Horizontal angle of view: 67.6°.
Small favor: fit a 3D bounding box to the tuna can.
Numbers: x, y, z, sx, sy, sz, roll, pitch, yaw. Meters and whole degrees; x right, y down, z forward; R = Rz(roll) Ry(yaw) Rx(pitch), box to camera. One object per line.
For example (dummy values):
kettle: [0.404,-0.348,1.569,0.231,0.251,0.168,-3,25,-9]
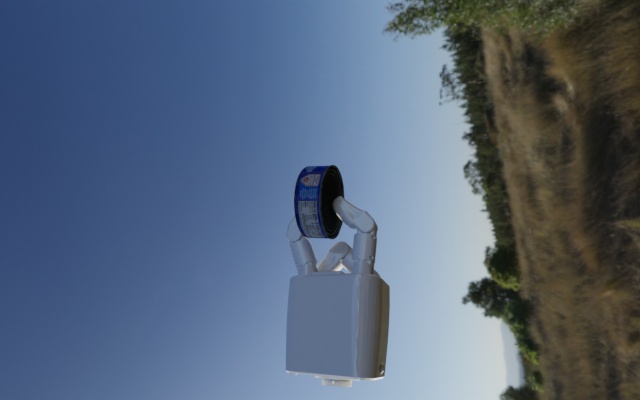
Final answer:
tuna can: [0.000,0.002,0.555,0.034,0.086,0.086,0,0,20]
